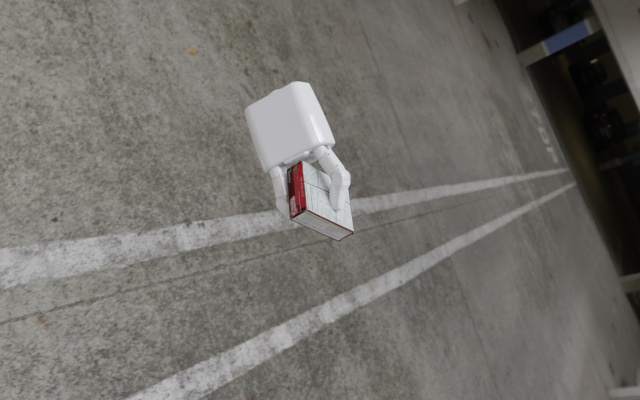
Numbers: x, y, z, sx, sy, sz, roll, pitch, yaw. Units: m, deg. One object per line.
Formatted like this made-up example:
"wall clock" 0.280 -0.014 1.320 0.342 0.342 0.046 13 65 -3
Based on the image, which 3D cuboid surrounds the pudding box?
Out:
"pudding box" 0.000 0.002 0.727 0.039 0.090 0.113 -30 -40 34
